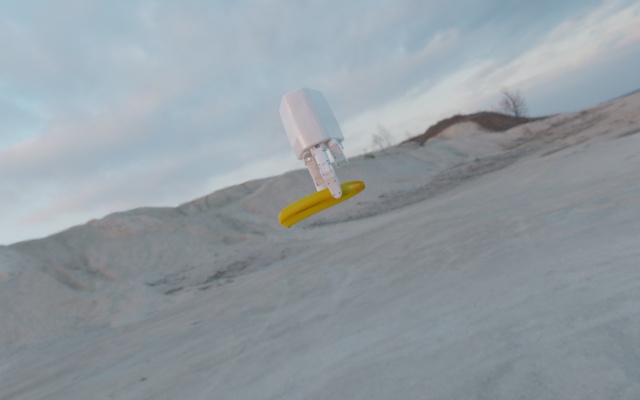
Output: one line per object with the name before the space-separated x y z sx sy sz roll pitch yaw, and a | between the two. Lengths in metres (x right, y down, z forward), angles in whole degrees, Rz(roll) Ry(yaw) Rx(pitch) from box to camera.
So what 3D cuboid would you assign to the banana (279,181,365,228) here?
banana | -0.012 0.007 0.886 0.198 0.037 0.069 -26 -4 30
